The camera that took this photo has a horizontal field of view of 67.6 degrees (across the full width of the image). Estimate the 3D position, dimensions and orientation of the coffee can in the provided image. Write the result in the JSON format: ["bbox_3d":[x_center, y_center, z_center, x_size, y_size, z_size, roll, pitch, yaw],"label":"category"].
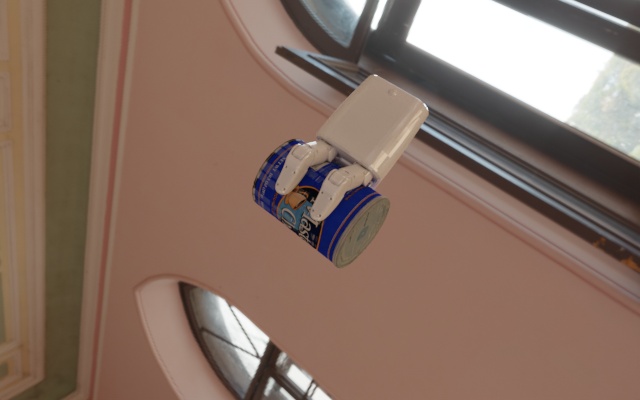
[{"bbox_3d":[0.000,0.002,0.596,0.140,0.103,0.103,36,15,22],"label":"coffee can"}]
